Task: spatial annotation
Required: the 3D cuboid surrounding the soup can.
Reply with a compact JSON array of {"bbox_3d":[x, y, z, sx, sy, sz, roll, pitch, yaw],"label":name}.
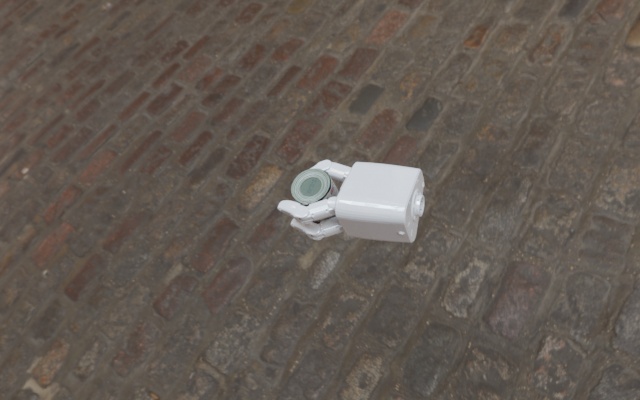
[{"bbox_3d":[0.000,0.002,0.781,0.068,0.068,0.102,0,-30,21],"label":"soup can"}]
